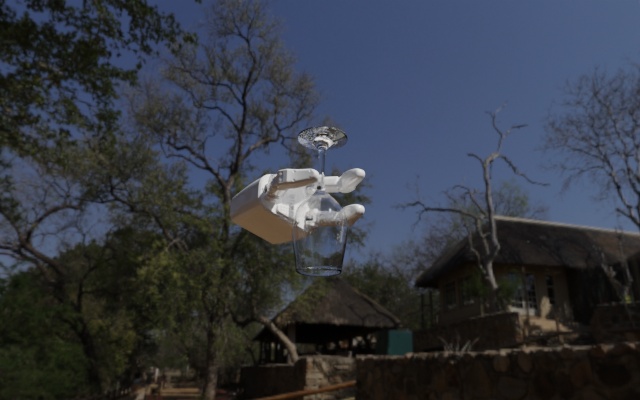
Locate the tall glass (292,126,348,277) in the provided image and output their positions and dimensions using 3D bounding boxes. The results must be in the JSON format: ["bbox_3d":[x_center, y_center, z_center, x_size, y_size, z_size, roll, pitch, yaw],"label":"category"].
[{"bbox_3d":[0.000,0.001,0.671,0.079,0.201,0.079,1,-20,0],"label":"tall glass"}]
